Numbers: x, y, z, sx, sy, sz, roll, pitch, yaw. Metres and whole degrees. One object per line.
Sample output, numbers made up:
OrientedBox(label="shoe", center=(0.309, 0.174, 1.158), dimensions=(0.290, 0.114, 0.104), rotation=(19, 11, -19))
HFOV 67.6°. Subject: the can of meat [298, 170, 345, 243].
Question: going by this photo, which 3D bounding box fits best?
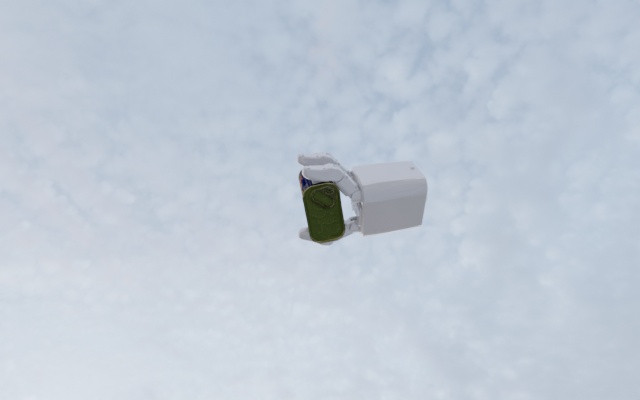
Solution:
OrientedBox(label="can of meat", center=(0.000, 0.002, 0.763), dimensions=(0.057, 0.102, 0.084), rotation=(-12, 28, -3))
